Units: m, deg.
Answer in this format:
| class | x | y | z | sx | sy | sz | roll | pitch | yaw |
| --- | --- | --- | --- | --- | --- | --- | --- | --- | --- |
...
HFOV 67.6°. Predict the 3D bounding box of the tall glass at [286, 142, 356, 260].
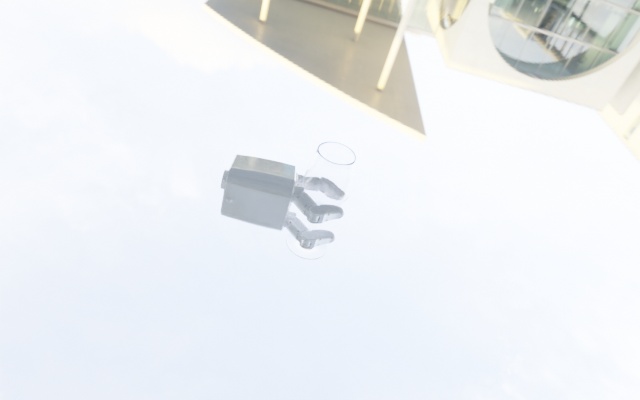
| class | x | y | z | sx | sy | sz | roll | pitch | yaw |
| --- | --- | --- | --- | --- | --- | --- | --- | --- | --- |
| tall glass | 0.000 | 0.003 | 0.788 | 0.079 | 0.201 | 0.079 | 12 | 38 | -9 |
